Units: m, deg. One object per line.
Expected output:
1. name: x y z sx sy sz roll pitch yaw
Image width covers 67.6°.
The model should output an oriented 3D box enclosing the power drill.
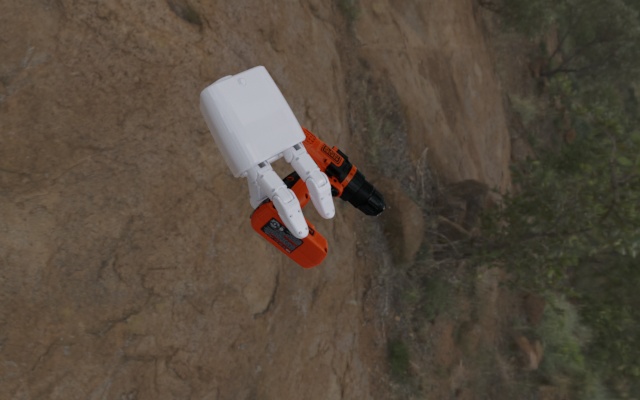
1. power drill: 0.000 0.002 0.662 0.184 0.187 0.057 38 -47 -9
